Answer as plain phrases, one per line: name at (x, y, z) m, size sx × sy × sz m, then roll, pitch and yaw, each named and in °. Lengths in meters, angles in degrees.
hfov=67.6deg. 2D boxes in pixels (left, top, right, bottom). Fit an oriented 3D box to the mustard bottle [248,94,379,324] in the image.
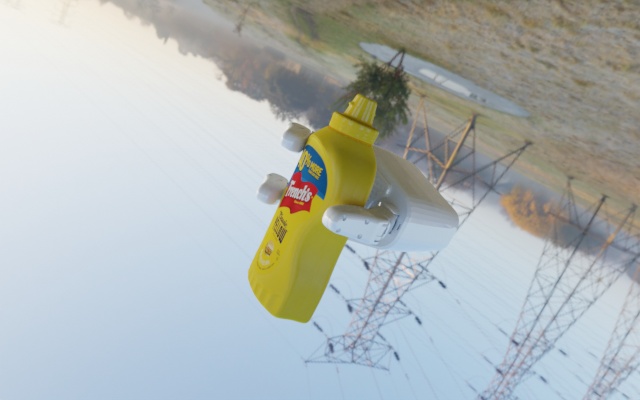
mustard bottle at (0.000, 0.002, 0.411) m, size 0.058 × 0.192 × 0.096 m, roll 19°, pitch 14°, yaw -24°
